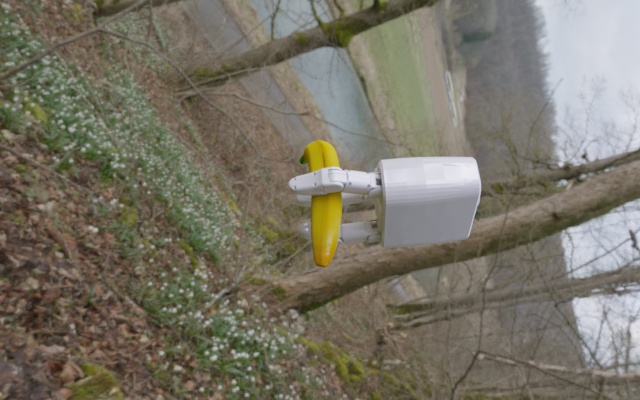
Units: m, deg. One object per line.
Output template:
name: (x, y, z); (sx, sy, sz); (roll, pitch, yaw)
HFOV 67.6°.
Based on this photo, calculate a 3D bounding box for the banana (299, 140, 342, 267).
banana: (0.003, -0.014, 0.563); (0.037, 0.070, 0.197); (4, 41, -10)
